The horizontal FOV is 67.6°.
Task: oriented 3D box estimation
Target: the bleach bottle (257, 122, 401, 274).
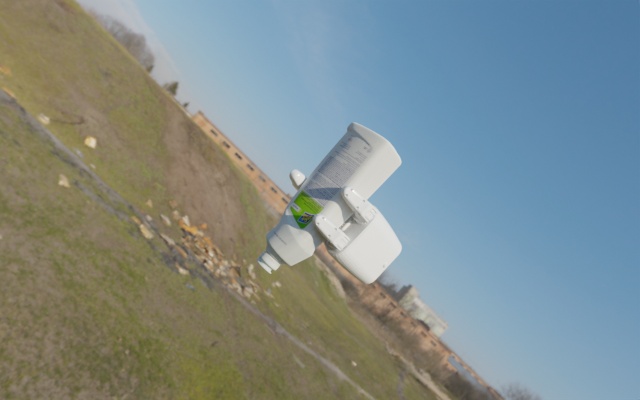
[{"bbox_3d":[0.000,0.002,0.705,0.102,0.251,0.068,39,-7,47],"label":"bleach bottle"}]
